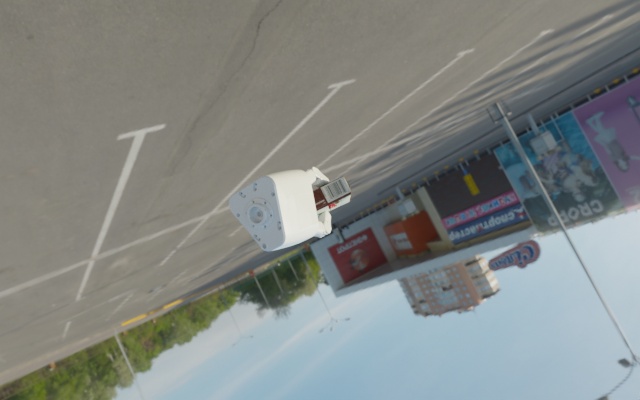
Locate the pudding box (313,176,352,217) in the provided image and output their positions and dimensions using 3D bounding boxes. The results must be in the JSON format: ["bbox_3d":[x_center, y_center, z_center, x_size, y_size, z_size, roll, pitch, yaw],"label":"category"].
[{"bbox_3d":[0.000,0.003,0.864,0.113,0.039,0.090,-25,-8,-2],"label":"pudding box"}]
